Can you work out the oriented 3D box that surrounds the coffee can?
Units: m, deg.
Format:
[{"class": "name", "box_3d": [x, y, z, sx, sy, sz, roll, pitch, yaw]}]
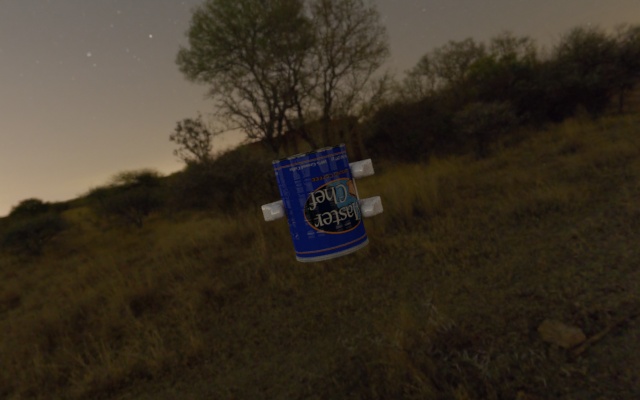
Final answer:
[{"class": "coffee can", "box_3d": [0.000, 0.002, 0.652, 0.103, 0.140, 0.103, -14, 6, 1]}]
